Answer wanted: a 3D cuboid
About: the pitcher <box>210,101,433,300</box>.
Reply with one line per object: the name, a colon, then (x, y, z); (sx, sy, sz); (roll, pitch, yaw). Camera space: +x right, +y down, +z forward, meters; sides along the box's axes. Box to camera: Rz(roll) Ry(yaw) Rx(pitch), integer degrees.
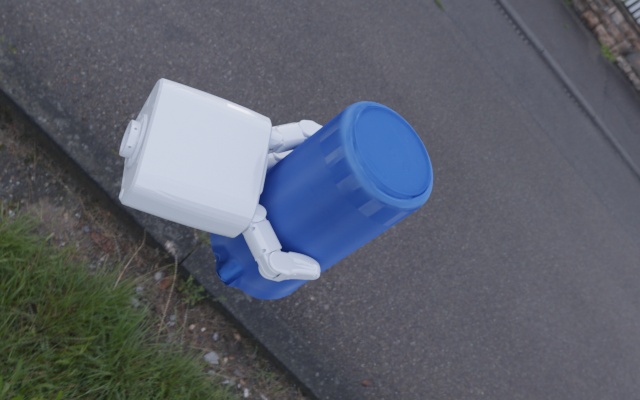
pitcher: (0.000, 0.002, 0.501); (0.145, 0.149, 0.243); (19, -35, -30)
